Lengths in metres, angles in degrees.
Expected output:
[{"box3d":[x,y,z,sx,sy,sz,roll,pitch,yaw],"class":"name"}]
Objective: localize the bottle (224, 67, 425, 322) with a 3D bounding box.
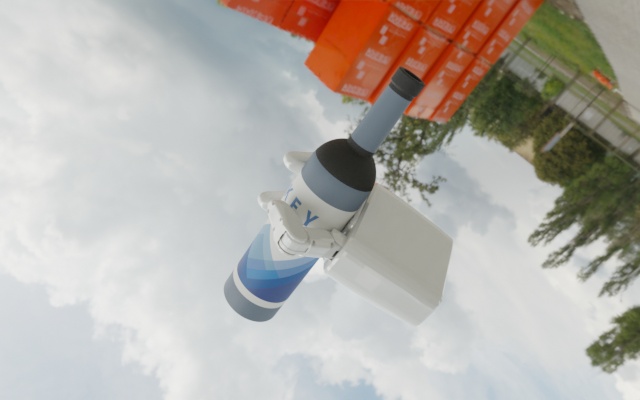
[{"box3d":[0.000,0.002,0.468,0.069,0.296,0.069,28,27,-16],"class":"bottle"}]
